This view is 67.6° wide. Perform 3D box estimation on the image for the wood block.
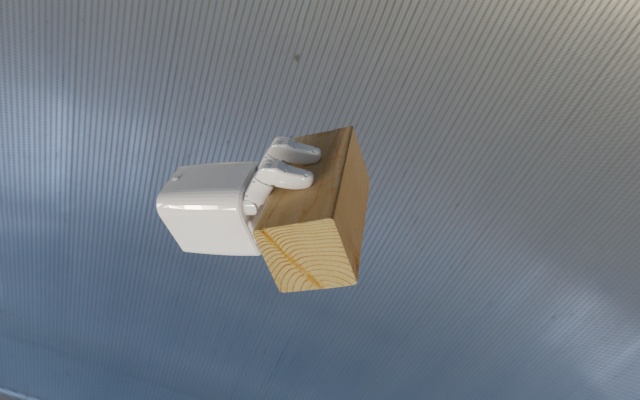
[{"bbox_3d":[0.000,0.002,0.572,0.090,0.091,0.206,-10,32,17],"label":"wood block"}]
